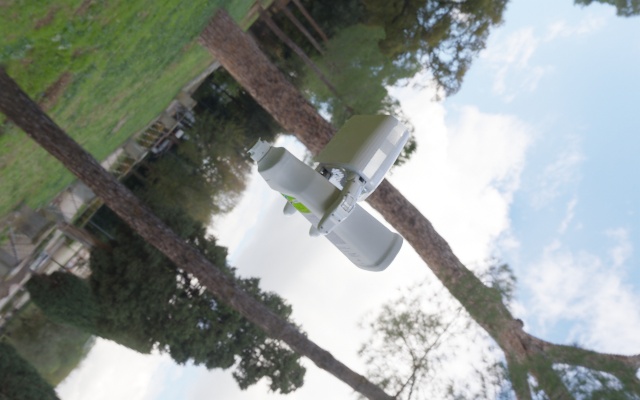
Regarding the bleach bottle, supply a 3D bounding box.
[{"bbox_3d":[0.000,0.002,0.689,0.251,0.068,0.102,42,-18,-16],"label":"bleach bottle"}]
